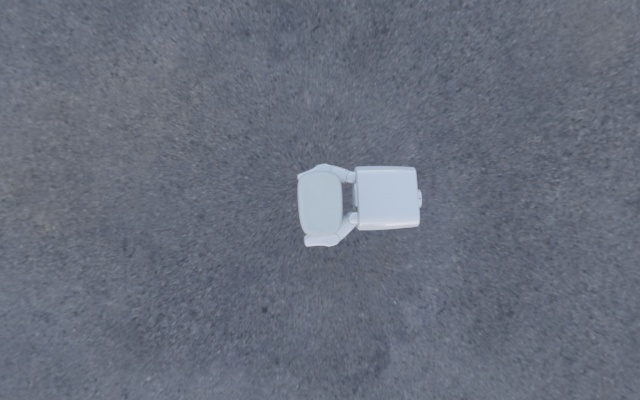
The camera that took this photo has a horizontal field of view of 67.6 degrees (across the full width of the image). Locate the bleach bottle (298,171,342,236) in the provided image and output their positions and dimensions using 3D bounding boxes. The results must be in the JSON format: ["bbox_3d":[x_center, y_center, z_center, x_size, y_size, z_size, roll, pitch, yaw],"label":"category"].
[{"bbox_3d":[0.000,0.003,0.840,0.068,0.102,0.251,-2,2,0],"label":"bleach bottle"}]
